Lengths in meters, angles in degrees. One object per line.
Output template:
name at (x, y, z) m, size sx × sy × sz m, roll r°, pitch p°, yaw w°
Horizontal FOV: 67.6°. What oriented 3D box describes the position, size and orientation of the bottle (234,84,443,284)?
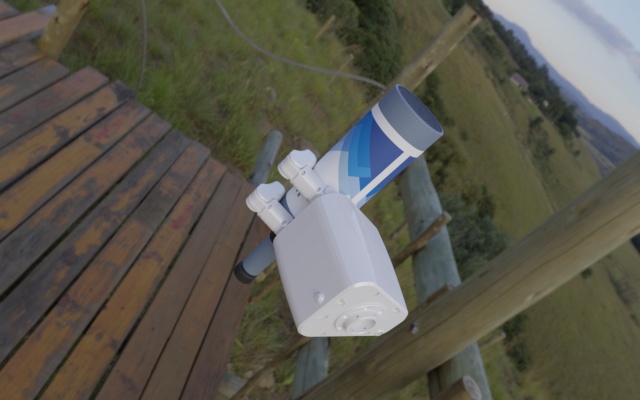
bottle at (0.000, 0.002, 0.526) m, size 0.296 × 0.069 × 0.069 m, roll -43°, pitch -22°, yaw 26°
